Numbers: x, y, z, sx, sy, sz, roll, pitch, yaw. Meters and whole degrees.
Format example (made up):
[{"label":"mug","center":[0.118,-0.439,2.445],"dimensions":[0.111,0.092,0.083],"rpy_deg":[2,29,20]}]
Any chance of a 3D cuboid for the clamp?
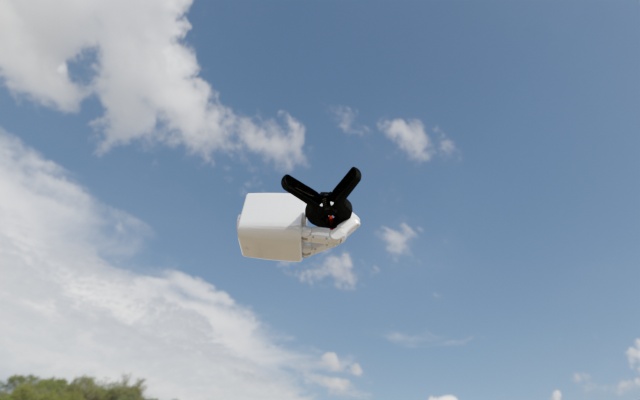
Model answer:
[{"label":"clamp","center":[0.000,0.002,0.772],"dimensions":[0.120,0.039,0.172],"rpy_deg":[4,-34,2]}]
